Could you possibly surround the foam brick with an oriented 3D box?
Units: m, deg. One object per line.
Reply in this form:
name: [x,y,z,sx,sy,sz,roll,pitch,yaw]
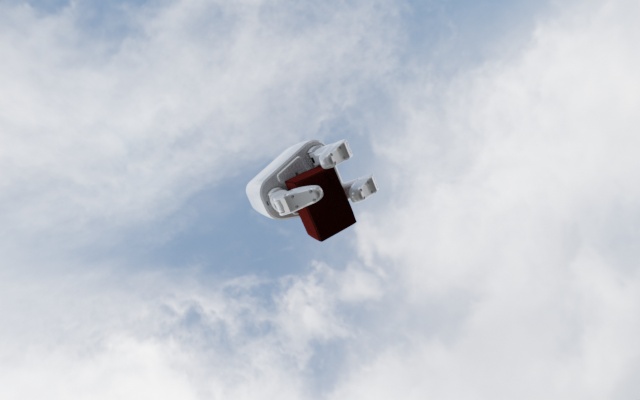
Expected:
foam brick: [0.000,0.002,0.582,0.053,0.078,0.051,-26,11,-16]
